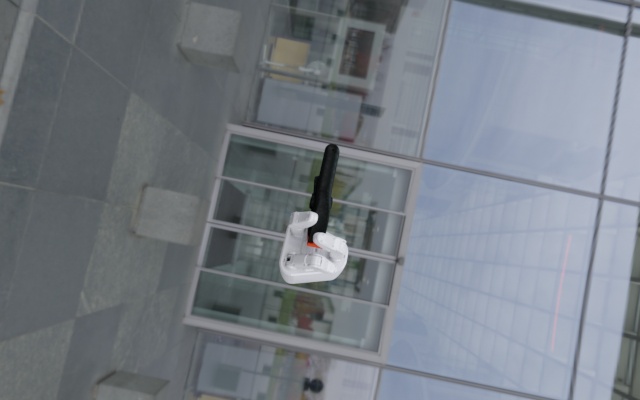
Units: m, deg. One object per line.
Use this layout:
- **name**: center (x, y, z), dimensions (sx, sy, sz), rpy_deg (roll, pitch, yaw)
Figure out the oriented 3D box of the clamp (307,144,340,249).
- **clamp**: center (0.001, 0.003, 0.805), dimensions (0.039, 0.171, 0.120), rpy_deg (12, -20, 0)
